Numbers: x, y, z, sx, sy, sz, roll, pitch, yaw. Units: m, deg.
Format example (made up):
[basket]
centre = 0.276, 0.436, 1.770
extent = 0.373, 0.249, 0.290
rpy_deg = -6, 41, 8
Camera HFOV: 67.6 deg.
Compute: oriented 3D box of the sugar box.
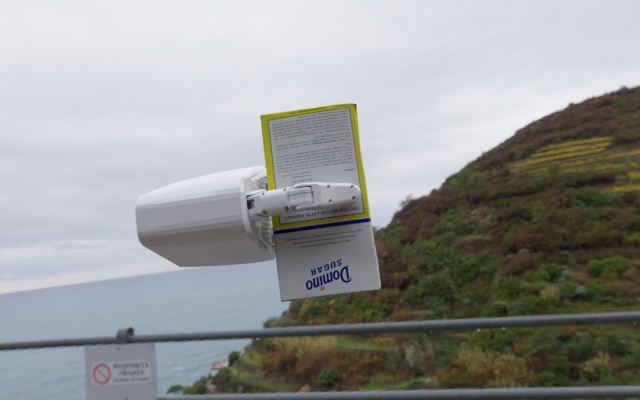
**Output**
[sugar box]
centre = 0.000, 0.001, 0.453
extent = 0.093, 0.176, 0.048
rpy_deg = -7, -5, 5
